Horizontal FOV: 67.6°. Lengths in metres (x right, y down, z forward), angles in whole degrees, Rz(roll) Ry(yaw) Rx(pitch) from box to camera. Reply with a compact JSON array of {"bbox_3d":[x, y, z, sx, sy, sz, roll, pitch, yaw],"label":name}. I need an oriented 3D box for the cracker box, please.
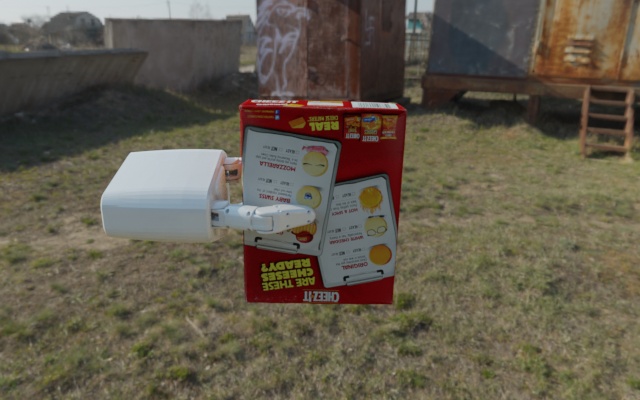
[{"bbox_3d":[0.000,0.002,0.516,0.164,0.214,0.072,1,18,0],"label":"cracker box"}]
